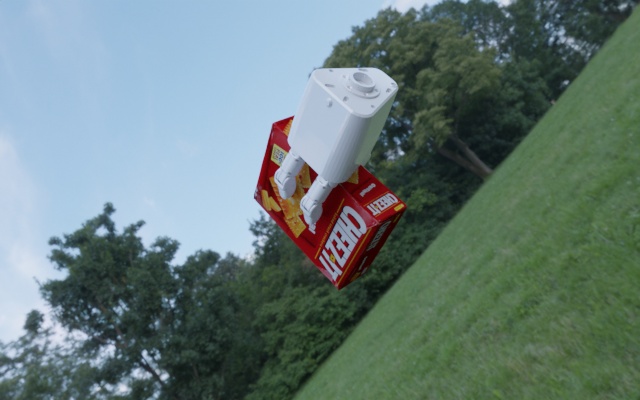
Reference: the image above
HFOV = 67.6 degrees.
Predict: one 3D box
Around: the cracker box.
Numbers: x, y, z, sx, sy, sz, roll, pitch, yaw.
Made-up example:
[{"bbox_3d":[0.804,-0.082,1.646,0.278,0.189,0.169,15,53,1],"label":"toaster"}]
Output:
[{"bbox_3d":[0.000,0.002,0.703,0.072,0.213,0.164,-27,-27,-38],"label":"cracker box"}]
